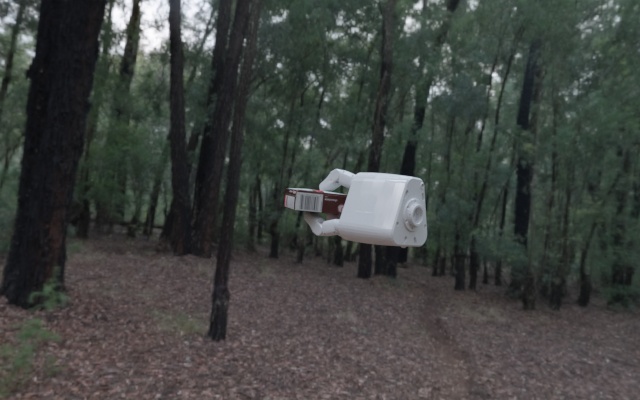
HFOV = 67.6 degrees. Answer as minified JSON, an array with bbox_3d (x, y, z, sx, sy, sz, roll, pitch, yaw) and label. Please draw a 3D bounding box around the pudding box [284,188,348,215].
[{"bbox_3d":[0.000,0.003,0.835,0.113,0.039,0.090,8,0,-16],"label":"pudding box"}]
